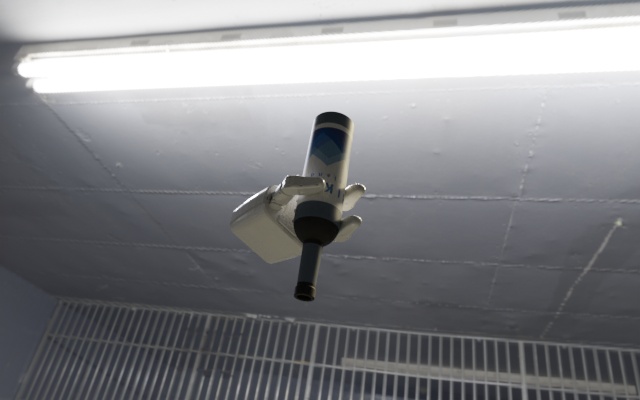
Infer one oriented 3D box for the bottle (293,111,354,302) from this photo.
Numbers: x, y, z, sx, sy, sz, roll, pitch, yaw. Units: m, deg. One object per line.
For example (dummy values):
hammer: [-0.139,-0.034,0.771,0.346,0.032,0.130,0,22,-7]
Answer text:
bottle: [0.000,0.002,0.692,0.069,0.295,0.069,7,-32,4]
